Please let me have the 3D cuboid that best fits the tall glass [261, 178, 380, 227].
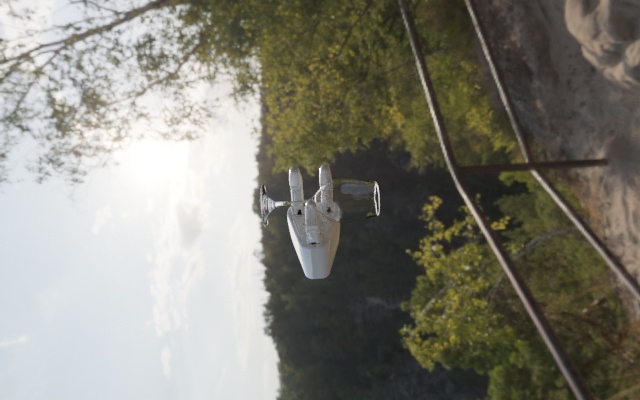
[{"bbox_3d":[-0.001,0.003,0.837,0.201,0.079,0.079,-4,0,1],"label":"tall glass"}]
